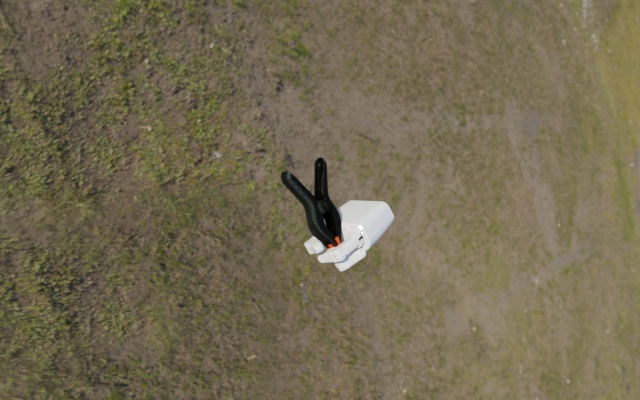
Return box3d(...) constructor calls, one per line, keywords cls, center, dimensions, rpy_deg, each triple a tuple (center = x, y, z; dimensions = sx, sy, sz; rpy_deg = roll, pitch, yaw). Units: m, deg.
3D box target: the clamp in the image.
box3d(cls="clamp", center=(0.001, 0.003, 0.880), dimensions=(0.039, 0.171, 0.120), rpy_deg=(-12, 19, 45))
